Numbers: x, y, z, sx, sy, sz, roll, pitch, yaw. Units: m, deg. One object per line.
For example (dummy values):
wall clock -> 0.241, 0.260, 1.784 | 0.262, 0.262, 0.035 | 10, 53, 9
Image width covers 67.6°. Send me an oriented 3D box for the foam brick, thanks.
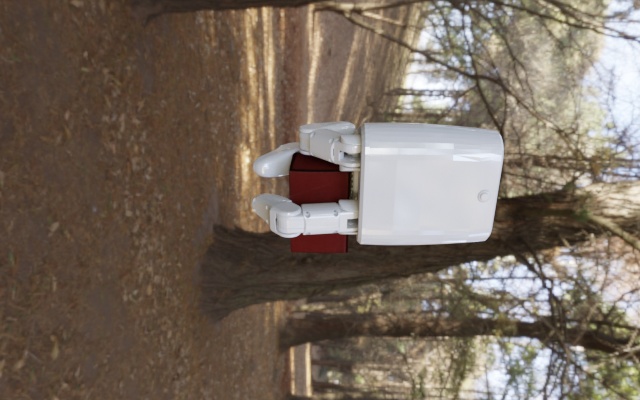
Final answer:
foam brick -> 0.000, 0.002, 0.420 | 0.051, 0.078, 0.053 | 1, 23, 1
